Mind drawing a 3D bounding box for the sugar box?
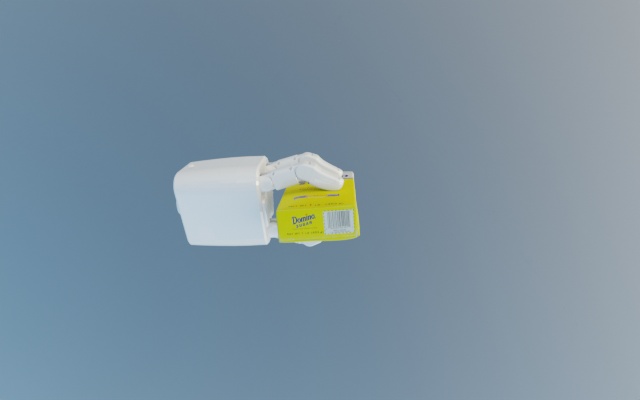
[{"bbox_3d":[0.000,0.002,0.615,0.093,0.048,0.176,-3,18,3],"label":"sugar box"}]
